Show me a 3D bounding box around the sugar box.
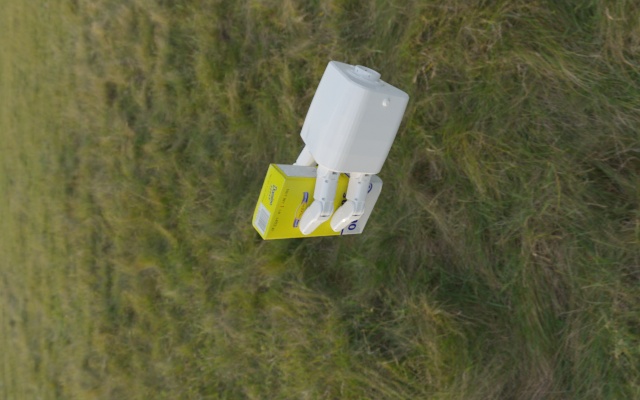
[{"bbox_3d":[0.000,0.002,0.654,0.176,0.093,0.048,1,32,-38],"label":"sugar box"}]
